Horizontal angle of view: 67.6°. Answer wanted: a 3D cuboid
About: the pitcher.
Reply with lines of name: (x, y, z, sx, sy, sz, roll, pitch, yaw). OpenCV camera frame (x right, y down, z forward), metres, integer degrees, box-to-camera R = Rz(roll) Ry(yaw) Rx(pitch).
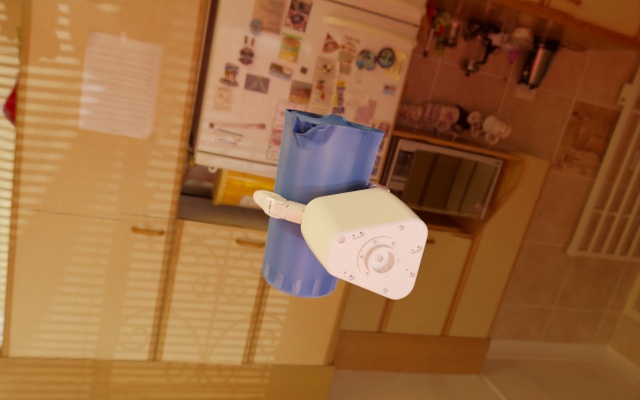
pitcher: (0.000, 0.002, 0.662, 0.149, 0.243, 0.145, 8, 14, -18)
